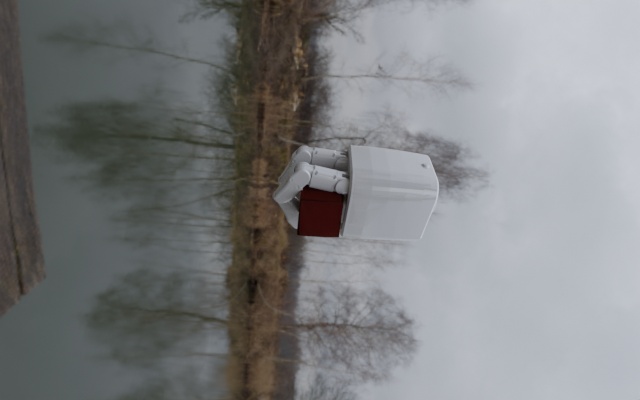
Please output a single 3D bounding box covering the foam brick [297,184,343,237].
[{"bbox_3d":[0.000,0.002,0.589,0.051,0.053,0.078,5,33,-2],"label":"foam brick"}]
